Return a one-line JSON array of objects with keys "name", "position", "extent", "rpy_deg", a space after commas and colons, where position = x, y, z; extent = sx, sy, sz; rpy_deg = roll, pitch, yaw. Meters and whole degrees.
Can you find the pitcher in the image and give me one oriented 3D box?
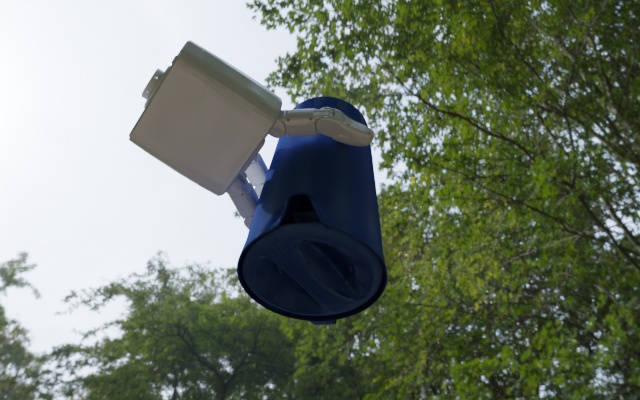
[{"name": "pitcher", "position": [0.000, 0.002, 0.514], "extent": [0.145, 0.242, 0.149], "rpy_deg": [31, -53, -20]}]
